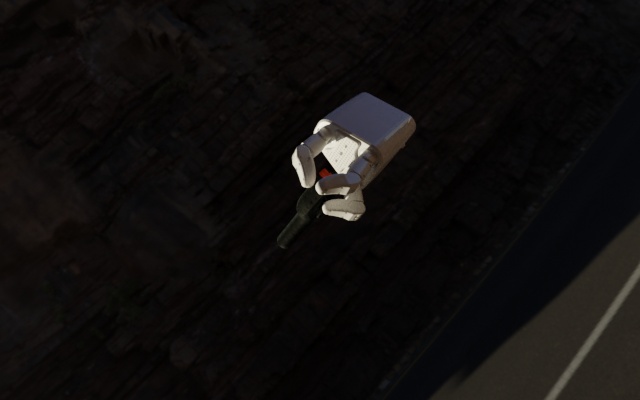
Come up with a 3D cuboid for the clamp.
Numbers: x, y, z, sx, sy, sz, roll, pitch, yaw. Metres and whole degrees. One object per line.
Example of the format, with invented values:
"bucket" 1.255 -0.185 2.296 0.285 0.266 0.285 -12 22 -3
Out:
"clamp" 0.000 0.002 0.712 0.120 0.039 0.171 -42 -8 -36
